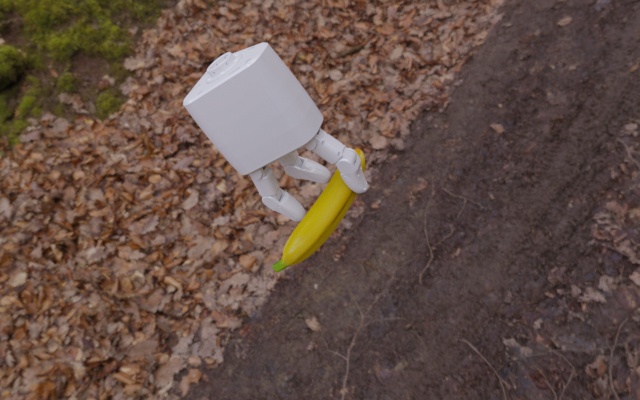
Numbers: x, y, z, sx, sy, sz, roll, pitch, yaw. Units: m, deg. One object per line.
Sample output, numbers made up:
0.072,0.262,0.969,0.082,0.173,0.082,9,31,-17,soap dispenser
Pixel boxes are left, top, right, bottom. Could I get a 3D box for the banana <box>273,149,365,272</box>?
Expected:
0.008,0.005,0.591,0.037,0.197,0.069,45,-19,-24,banana
